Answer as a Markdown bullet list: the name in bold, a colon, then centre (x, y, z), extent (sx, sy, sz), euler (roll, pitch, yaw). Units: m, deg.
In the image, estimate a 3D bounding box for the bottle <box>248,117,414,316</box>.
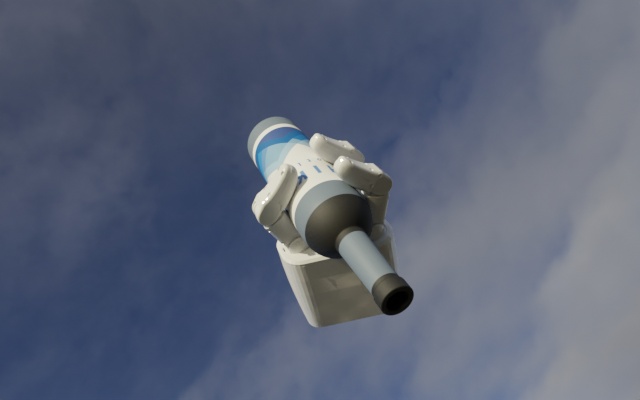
- **bottle**: centre (0.000, 0.001, 0.458), extent (0.069, 0.069, 0.295), euler (0, 29, -26)
